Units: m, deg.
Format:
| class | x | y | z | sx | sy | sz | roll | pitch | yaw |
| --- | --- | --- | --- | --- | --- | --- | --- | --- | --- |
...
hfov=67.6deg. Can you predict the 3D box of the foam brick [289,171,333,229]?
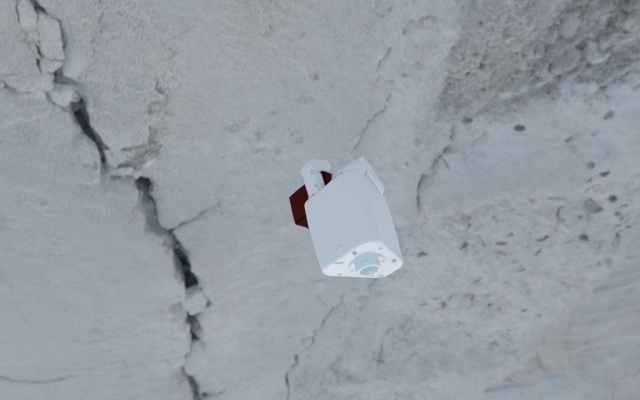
| class | x | y | z | sx | sy | sz | roll | pitch | yaw |
| --- | --- | --- | --- | --- | --- | --- | --- | --- | --- |
| foam brick | 0.000 | 0.002 | 0.706 | 0.053 | 0.051 | 0.078 | 20 | -46 | -42 |
